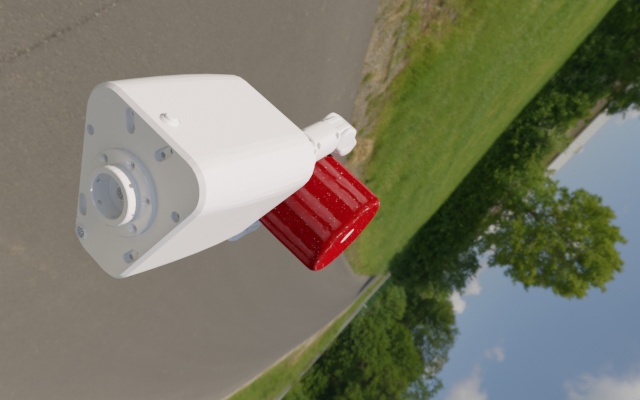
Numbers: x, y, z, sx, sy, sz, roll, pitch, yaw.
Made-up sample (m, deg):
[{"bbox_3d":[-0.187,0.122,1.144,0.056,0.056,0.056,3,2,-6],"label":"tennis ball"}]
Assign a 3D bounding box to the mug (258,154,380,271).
[{"bbox_3d":[0.001,0.001,0.410,0.081,0.093,0.117,43,29,13],"label":"mug"}]
